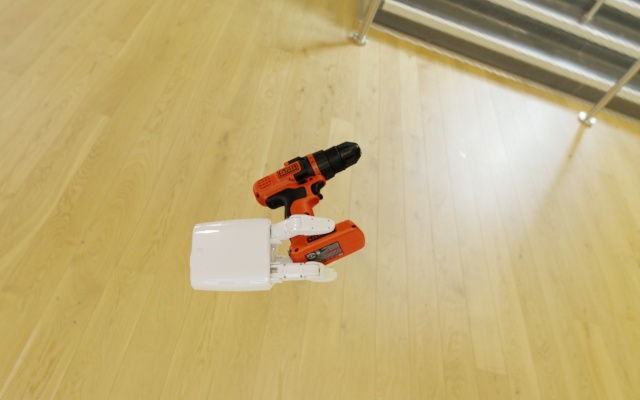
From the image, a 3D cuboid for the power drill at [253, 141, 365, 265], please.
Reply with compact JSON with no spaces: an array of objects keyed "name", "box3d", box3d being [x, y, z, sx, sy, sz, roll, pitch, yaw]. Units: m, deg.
[{"name":"power drill","box3d":[0.000,0.003,0.716,0.184,0.187,0.057,-26,-43,3]}]
